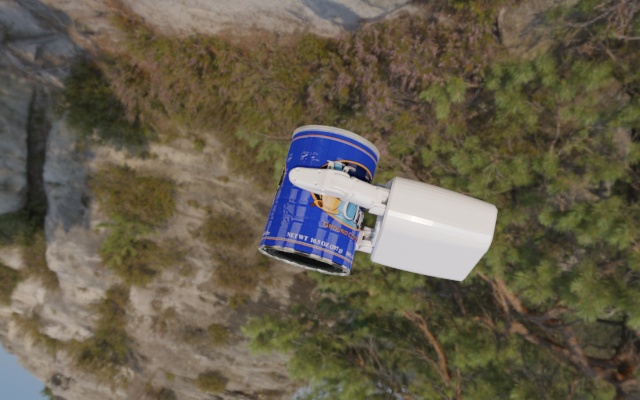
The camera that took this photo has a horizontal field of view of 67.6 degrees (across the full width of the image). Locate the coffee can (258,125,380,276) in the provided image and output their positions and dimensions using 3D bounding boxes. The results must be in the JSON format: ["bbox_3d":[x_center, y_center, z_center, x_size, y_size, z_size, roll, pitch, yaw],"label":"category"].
[{"bbox_3d":[0.000,0.002,0.531,0.103,0.140,0.103,15,-15,4],"label":"coffee can"}]
